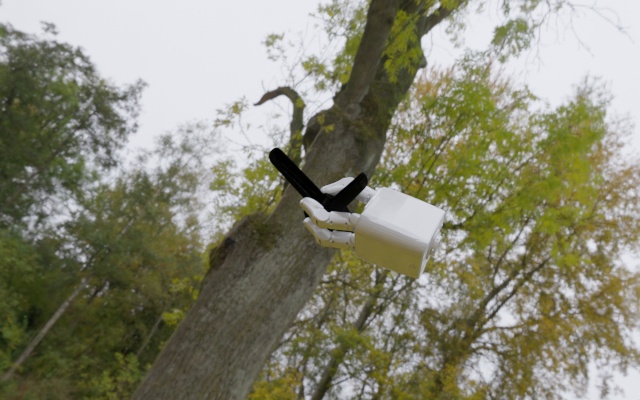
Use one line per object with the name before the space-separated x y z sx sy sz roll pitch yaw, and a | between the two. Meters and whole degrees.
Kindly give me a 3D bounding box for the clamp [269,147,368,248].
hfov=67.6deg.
clamp | 0.001 0.002 0.766 0.164 0.036 0.210 23 -31 21
